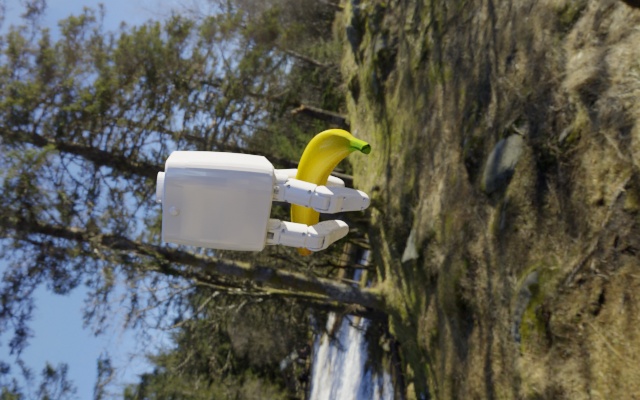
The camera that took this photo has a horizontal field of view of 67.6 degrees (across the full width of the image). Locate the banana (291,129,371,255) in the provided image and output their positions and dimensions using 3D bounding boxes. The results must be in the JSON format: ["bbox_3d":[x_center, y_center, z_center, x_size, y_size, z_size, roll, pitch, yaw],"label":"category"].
[{"bbox_3d":[-0.005,-0.015,0.543,0.037,0.069,0.198,-5,-36,-26],"label":"banana"}]
